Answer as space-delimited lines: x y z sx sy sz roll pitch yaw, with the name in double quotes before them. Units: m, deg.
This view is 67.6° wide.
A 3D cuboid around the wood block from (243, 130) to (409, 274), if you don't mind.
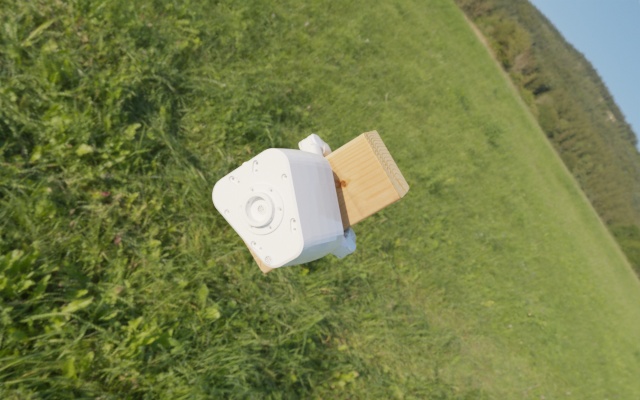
"wood block" 0.000 0.002 0.625 0.206 0.091 0.090 -30 1 19
